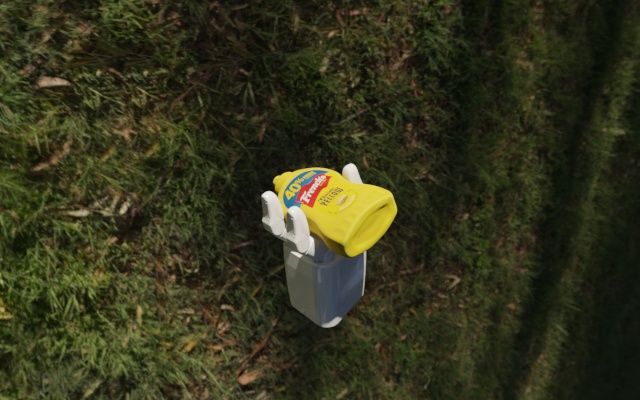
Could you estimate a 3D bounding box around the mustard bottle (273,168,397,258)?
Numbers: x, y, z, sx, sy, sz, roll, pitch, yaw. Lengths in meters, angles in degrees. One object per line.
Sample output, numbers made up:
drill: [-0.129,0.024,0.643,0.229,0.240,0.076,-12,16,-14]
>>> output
mustard bottle: [0.000,0.002,0.629,0.096,0.058,0.191,-44,42,-20]
